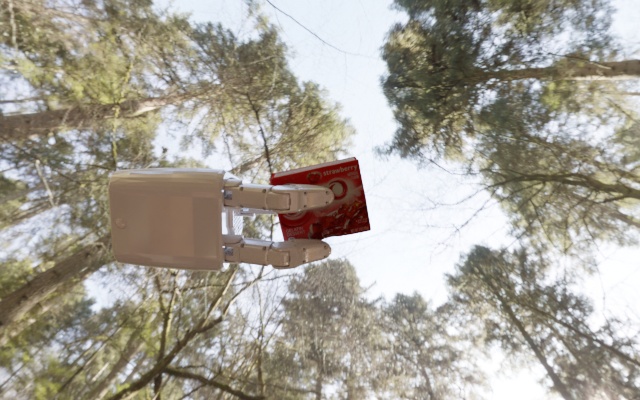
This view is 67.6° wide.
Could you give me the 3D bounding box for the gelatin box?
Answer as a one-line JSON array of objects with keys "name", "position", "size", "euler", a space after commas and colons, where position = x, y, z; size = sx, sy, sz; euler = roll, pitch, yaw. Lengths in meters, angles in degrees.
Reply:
[{"name": "gelatin box", "position": [0.000, 0.001, 0.474], "size": [0.089, 0.073, 0.030], "euler": [-12, 13, 0]}]
